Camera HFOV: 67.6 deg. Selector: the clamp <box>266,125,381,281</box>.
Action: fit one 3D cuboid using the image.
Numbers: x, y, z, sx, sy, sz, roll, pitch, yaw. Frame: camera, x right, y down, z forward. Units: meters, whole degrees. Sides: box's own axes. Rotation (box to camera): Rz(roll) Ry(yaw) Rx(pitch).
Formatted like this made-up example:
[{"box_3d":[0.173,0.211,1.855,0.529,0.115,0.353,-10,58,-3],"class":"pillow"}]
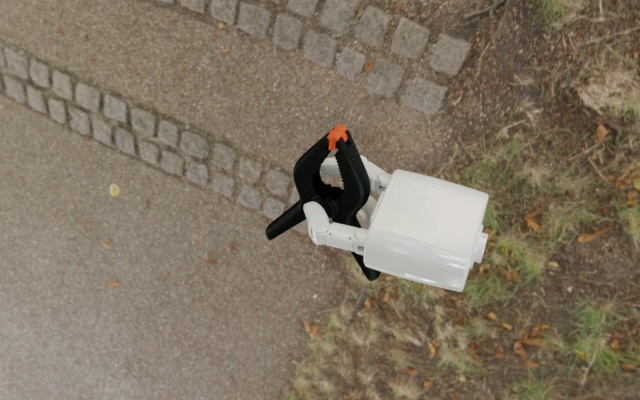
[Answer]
[{"box_3d":[0.000,0.002,0.582,0.164,0.210,0.036,14,41,19],"class":"clamp"}]
